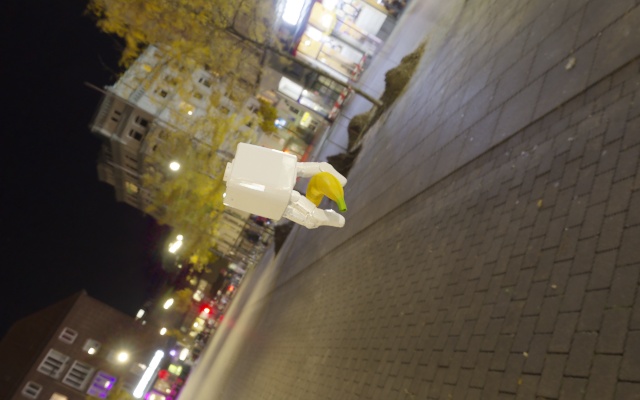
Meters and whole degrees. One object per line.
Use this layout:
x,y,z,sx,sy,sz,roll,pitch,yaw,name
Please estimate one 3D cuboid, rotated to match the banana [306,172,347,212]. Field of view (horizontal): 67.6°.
0.001,-0.016,0.850,0.037,0.069,0.198,1,0,-15,banana
